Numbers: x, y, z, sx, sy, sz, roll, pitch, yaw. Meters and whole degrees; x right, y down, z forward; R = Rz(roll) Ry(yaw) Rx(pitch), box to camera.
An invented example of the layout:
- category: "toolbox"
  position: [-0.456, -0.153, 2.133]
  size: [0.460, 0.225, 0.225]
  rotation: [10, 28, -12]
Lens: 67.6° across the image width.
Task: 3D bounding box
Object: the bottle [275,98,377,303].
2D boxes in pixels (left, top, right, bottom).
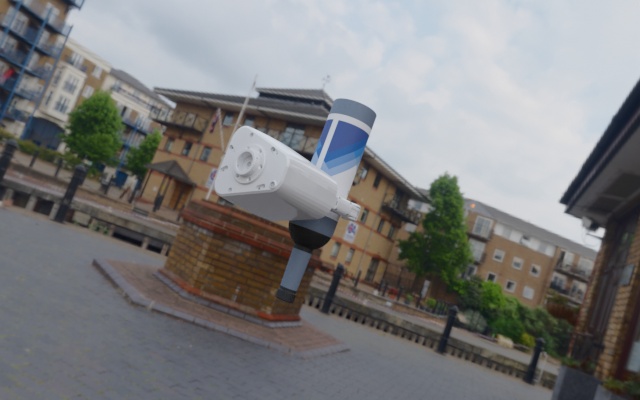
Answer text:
- category: "bottle"
  position: [0.000, 0.002, 0.685]
  size: [0.069, 0.295, 0.069]
  rotation: [20, -6, 2]
